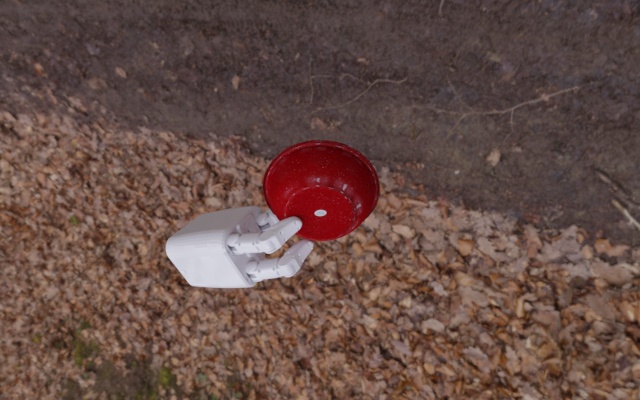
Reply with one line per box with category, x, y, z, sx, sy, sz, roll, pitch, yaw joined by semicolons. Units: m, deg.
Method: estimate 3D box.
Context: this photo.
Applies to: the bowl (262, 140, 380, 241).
bowl;0.001;0.002;0.635;0.162;0.162;0.055;0;38;2
